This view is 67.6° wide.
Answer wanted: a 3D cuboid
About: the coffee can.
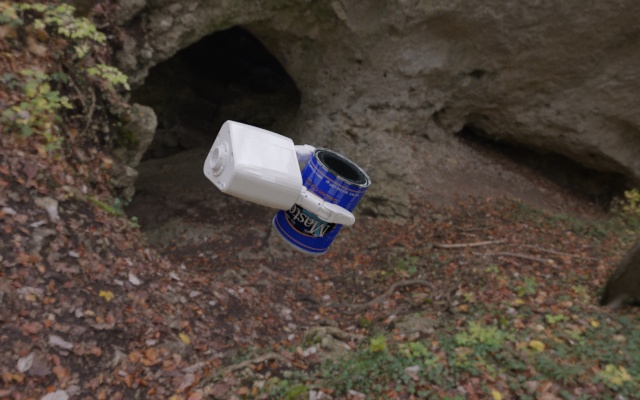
[{"bbox_3d":[0.000,0.003,0.759,0.103,0.140,0.102,27,23,-12],"label":"coffee can"}]
